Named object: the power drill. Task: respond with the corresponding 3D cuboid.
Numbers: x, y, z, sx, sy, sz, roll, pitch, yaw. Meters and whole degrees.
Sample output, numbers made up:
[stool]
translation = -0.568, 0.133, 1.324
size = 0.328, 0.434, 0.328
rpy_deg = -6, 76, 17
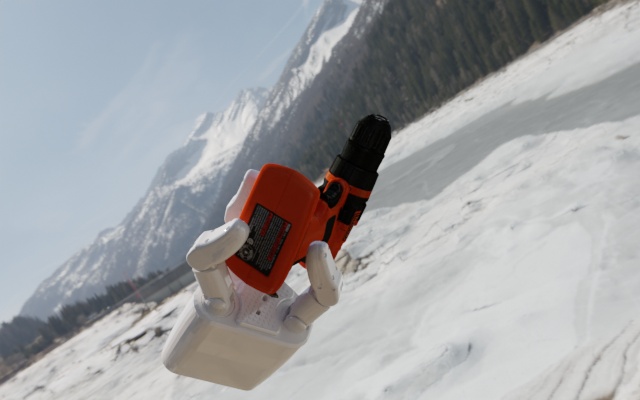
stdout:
[power drill]
translation = 0.000, 0.002, 0.450
size = 0.057, 0.184, 0.187
rpy_deg = 28, 16, 19
